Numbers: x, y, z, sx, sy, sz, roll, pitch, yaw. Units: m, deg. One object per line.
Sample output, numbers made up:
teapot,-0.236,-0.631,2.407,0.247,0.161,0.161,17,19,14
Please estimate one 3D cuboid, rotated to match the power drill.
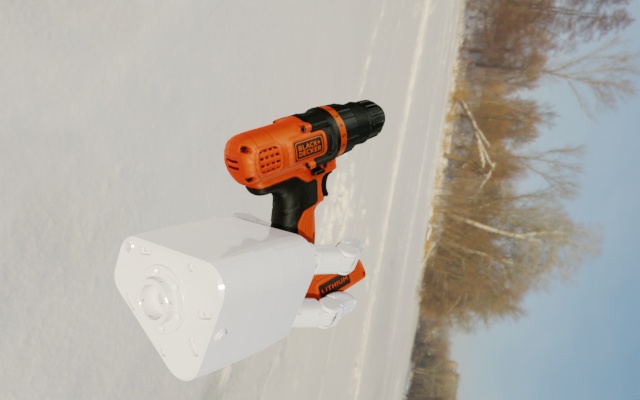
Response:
power drill,0.000,0.002,0.476,0.184,0.188,0.057,-23,26,-35
